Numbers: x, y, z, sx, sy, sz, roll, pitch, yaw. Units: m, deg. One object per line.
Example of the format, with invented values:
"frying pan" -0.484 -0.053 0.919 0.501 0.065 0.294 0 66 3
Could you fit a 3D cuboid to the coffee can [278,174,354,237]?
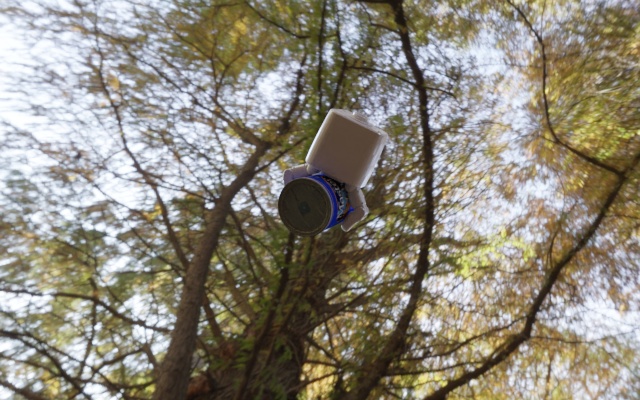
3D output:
"coffee can" 0.000 0.003 0.873 0.103 0.103 0.140 0 8 25
